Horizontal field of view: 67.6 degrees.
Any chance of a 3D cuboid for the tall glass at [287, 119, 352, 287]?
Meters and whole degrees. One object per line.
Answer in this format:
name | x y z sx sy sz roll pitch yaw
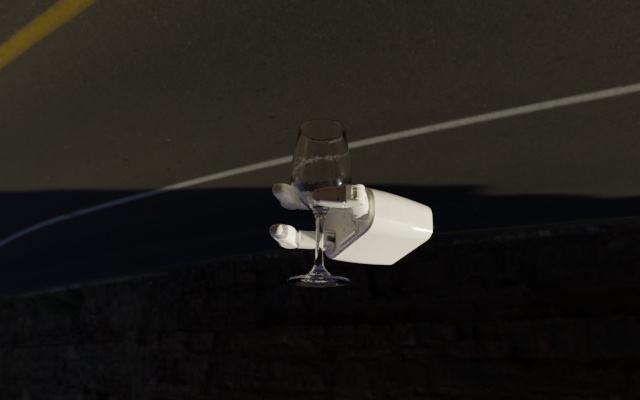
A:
tall glass | 0.000 0.003 0.592 0.079 0.201 0.079 1 -18 0
